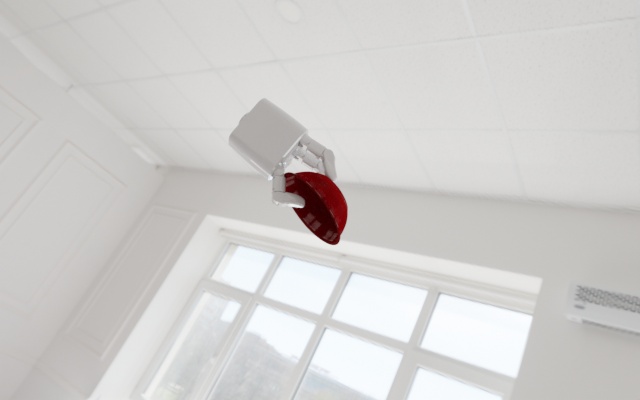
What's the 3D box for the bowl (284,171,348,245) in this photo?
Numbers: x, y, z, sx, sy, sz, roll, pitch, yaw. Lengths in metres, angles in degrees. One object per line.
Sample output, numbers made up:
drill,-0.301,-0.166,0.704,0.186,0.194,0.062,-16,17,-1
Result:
bowl,0.001,0.004,0.883,0.055,0.162,0.162,-36,15,-21
